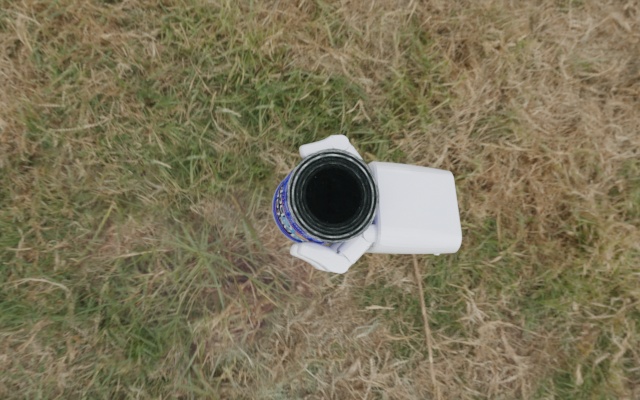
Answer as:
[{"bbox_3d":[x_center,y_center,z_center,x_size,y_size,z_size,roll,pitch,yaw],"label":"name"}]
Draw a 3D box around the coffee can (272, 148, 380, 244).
[{"bbox_3d":[0.000,0.002,0.576,0.103,0.103,0.140,0,-6,-12],"label":"coffee can"}]
